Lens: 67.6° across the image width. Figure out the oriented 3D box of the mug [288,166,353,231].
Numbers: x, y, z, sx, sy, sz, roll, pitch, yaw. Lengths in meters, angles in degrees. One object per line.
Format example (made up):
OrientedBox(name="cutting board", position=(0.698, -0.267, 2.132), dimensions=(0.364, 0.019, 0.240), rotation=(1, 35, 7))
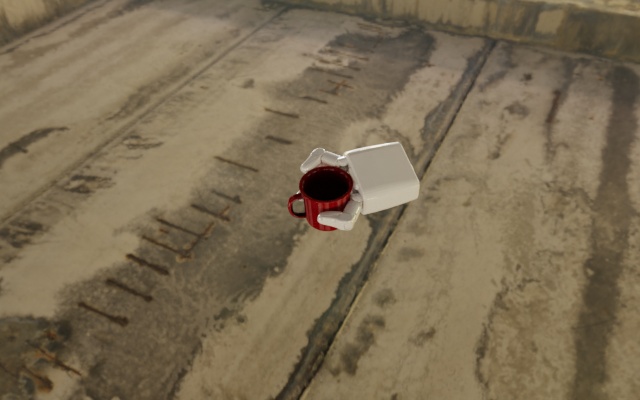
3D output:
OrientedBox(name="mug", position=(-0.001, 0.003, 0.839), dimensions=(0.117, 0.082, 0.093), rotation=(-14, 46, -10))
